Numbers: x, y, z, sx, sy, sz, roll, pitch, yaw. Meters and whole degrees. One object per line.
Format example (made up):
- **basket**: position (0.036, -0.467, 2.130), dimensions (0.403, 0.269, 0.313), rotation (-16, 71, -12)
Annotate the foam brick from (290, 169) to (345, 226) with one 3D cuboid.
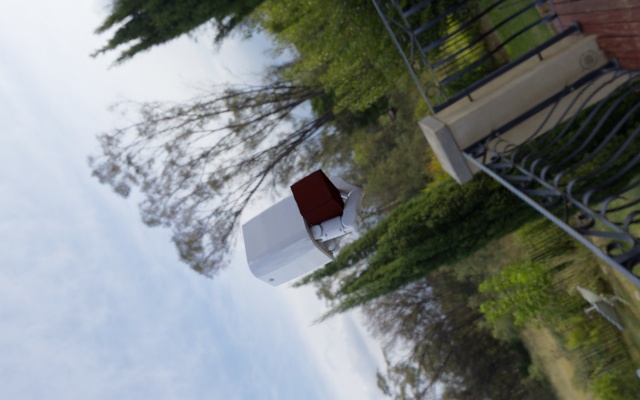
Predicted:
- **foam brick**: position (0.000, 0.002, 0.678), dimensions (0.051, 0.053, 0.078), rotation (-27, -30, 10)
